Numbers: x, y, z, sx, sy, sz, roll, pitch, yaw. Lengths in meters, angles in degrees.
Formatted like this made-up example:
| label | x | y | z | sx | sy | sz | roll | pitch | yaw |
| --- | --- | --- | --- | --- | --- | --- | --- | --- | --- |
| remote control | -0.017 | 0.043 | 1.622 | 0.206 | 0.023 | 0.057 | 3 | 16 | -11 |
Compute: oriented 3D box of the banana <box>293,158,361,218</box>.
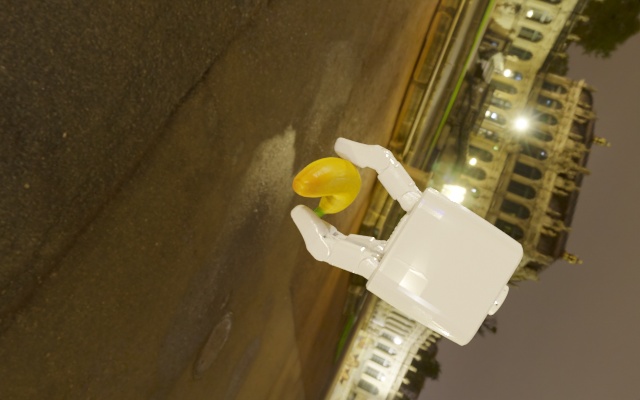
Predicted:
| label | x | y | z | sx | sy | sz | roll | pitch | yaw |
| --- | --- | --- | --- | --- | --- | --- | --- | --- | --- |
| banana | 0.013 | -0.012 | 0.495 | 0.037 | 0.069 | 0.198 | 41 | -6 | 11 |
